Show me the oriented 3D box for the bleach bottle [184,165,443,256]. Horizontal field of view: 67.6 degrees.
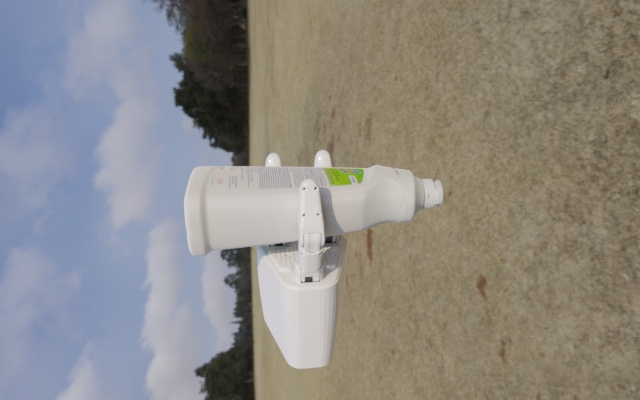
[{"bbox_3d":[0.000,0.001,0.477,0.251,0.068,0.102,-3,26,-7],"label":"bleach bottle"}]
